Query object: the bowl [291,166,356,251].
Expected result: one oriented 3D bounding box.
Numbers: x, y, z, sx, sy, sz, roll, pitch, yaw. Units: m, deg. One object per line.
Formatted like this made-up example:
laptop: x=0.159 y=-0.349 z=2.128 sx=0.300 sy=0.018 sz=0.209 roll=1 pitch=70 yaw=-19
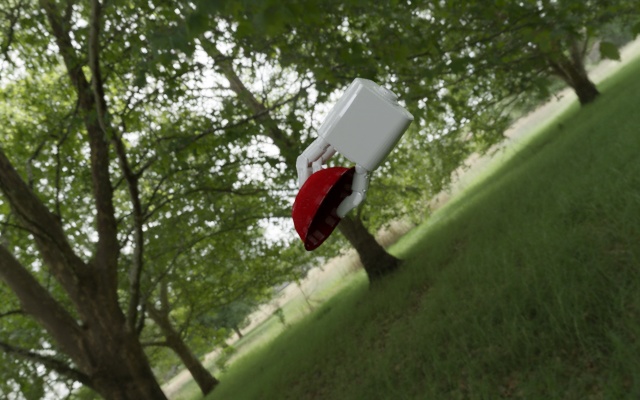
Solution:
bowl: x=-0.001 y=0.004 z=0.796 sx=0.055 sy=0.162 sz=0.162 roll=30 pitch=10 yaw=17
